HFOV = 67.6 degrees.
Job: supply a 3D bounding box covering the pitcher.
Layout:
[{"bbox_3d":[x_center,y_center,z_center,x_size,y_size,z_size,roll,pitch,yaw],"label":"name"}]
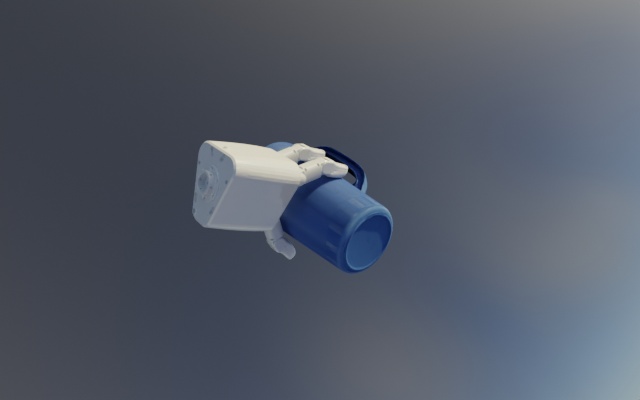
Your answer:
[{"bbox_3d":[0.000,0.002,0.744,0.145,0.149,0.242,7,19,-45],"label":"pitcher"}]
